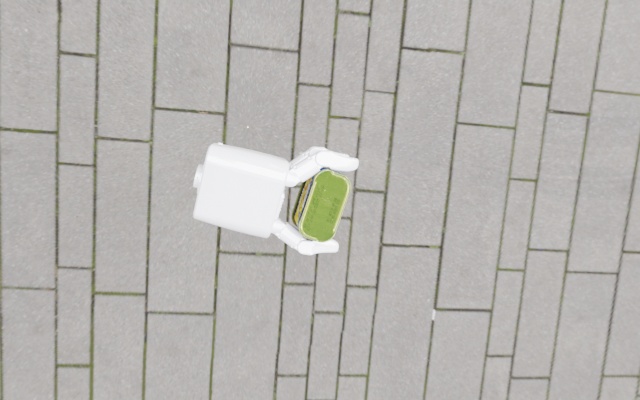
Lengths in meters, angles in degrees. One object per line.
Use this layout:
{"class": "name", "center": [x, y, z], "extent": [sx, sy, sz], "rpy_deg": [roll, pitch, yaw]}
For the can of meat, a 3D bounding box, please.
{"class": "can of meat", "center": [0.000, 0.002, 0.666], "extent": [0.057, 0.102, 0.084], "rpy_deg": [18, 6, -10]}
